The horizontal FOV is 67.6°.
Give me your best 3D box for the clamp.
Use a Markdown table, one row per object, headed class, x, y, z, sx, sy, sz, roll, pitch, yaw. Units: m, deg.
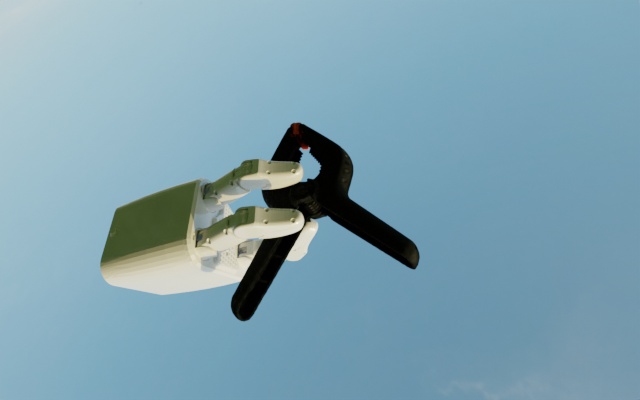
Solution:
| class | x | y | z | sx | sy | sz | roll | pitch | yaw |
| --- | --- | --- | --- | --- | --- | --- | --- | --- | --- |
| clamp | 0.000 | 0.002 | 0.448 | 0.164 | 0.209 | 0.036 | -13 | -40 | 15 |
